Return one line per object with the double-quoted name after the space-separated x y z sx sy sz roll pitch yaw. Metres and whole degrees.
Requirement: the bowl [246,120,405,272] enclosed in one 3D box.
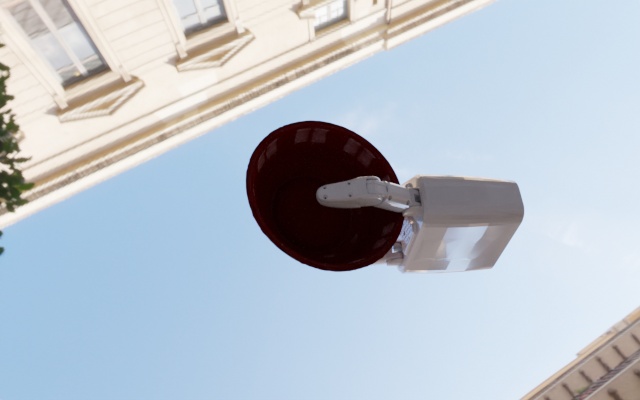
-0.001 0.001 0.478 0.162 0.162 0.055 0 -26 -22 "bowl"
